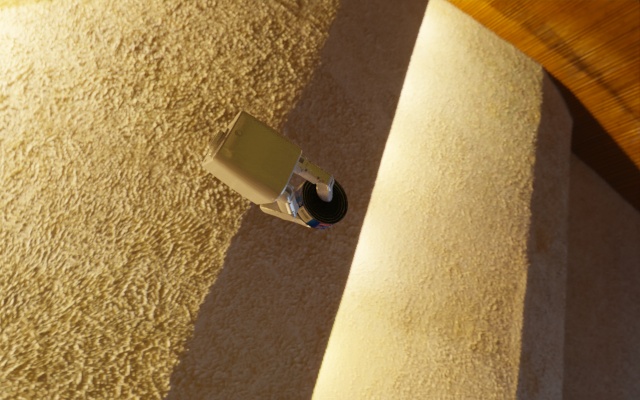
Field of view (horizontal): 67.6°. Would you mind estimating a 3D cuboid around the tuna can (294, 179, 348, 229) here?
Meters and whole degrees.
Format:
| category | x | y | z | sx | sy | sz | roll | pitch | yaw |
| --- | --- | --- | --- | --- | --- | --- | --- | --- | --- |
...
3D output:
| category | x | y | z | sx | sy | sz | roll | pitch | yaw |
| --- | --- | --- | --- | --- | --- | --- | --- | --- | --- |
| tuna can | 0.000 | 0.003 | 0.776 | 0.086 | 0.086 | 0.034 | 0 | -20 | -33 |
